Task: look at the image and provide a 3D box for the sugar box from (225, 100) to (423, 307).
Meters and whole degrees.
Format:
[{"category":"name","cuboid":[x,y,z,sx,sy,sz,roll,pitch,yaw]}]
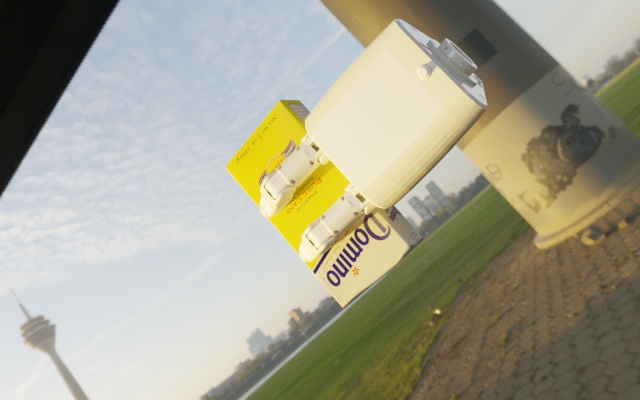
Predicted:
[{"category":"sugar box","cuboid":[0.000,0.001,0.444,0.093,0.176,0.048,-46,-13,25]}]
